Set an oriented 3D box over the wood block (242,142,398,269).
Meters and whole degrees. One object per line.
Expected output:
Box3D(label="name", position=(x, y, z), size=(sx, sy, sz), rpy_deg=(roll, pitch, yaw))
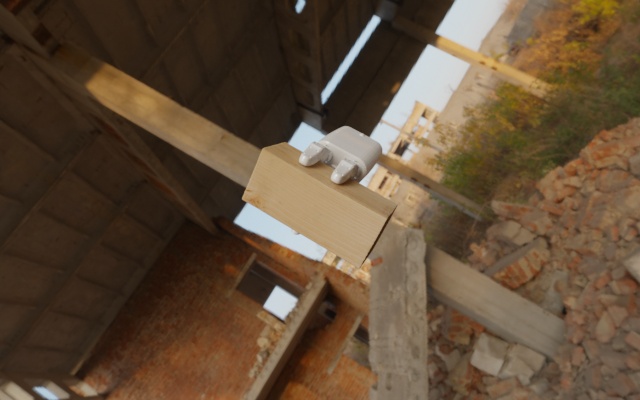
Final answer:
Box3D(label="wood block", position=(0.000, 0.002, 0.727), size=(0.206, 0.091, 0.090), rpy_deg=(30, 21, 11))
